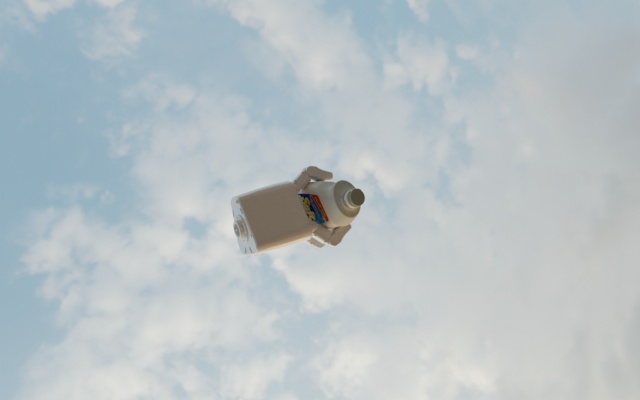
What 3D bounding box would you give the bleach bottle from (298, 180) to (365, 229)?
[{"bbox_3d":[0.000,0.003,0.874,0.068,0.102,0.251,-15,0,-28],"label":"bleach bottle"}]
